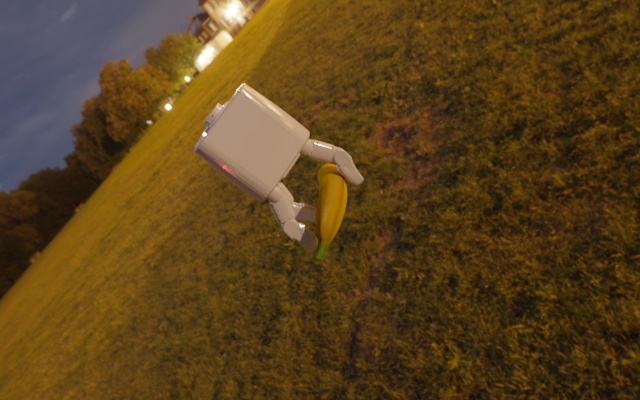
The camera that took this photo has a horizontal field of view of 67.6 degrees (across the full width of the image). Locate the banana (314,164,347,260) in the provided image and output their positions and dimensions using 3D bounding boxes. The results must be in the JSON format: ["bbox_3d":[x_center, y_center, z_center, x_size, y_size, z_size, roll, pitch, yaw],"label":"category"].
[{"bbox_3d":[0.010,-0.008,0.661,0.037,0.070,0.197,30,32,-15],"label":"banana"}]
